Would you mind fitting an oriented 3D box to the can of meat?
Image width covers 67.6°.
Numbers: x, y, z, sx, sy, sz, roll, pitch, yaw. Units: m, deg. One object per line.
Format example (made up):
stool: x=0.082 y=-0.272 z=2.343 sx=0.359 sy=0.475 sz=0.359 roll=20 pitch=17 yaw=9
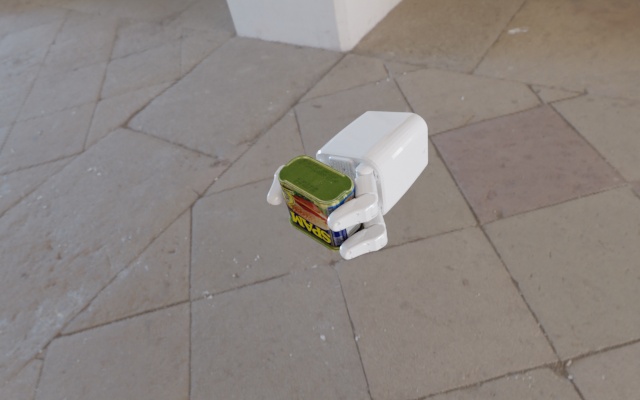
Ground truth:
can of meat: x=0.000 y=0.002 z=0.582 sx=0.102 sy=0.084 sz=0.057 roll=29 pitch=59 yaw=34
